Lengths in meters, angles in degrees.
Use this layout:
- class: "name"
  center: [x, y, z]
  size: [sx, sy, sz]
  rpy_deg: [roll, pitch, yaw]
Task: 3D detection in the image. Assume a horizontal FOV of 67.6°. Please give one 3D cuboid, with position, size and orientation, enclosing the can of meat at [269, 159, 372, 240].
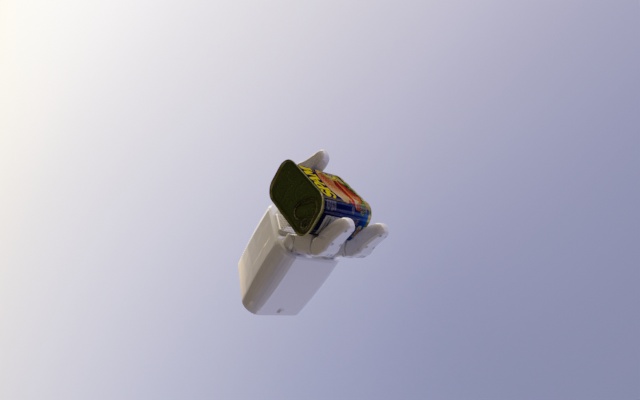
- class: "can of meat"
  center: [0.000, 0.002, 0.572]
  size: [0.084, 0.057, 0.102]
  rpy_deg: [13, 25, -41]
